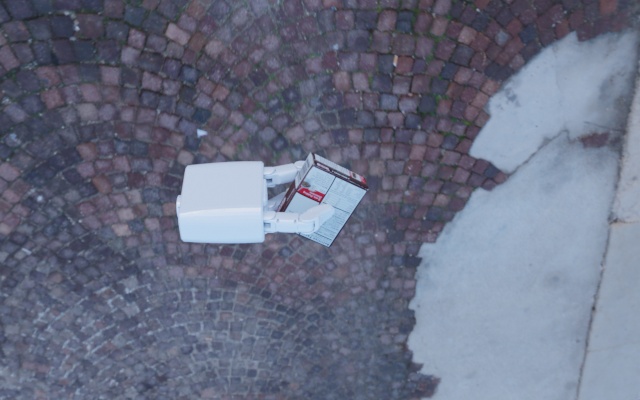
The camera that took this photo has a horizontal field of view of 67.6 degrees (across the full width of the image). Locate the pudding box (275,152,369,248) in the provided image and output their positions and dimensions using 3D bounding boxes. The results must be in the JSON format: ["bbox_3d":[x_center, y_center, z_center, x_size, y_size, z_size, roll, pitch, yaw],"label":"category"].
[{"bbox_3d":[0.000,0.002,0.665,0.090,0.113,0.039,24,28,-18],"label":"pudding box"}]
